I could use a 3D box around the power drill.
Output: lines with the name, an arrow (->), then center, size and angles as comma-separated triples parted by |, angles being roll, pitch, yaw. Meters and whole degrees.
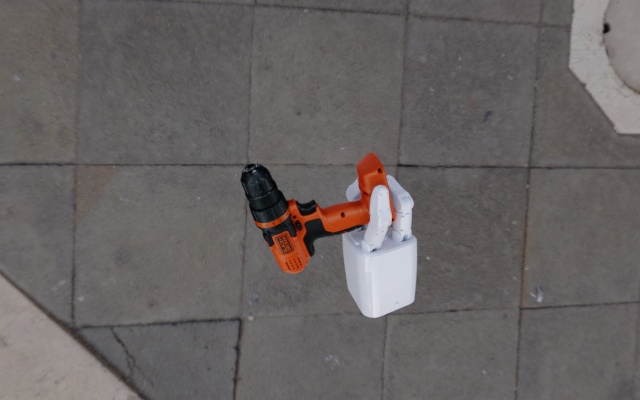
power drill -> 0.001, 0.002, 0.657 | 0.187, 0.185, 0.057 | -21, 37, 0
